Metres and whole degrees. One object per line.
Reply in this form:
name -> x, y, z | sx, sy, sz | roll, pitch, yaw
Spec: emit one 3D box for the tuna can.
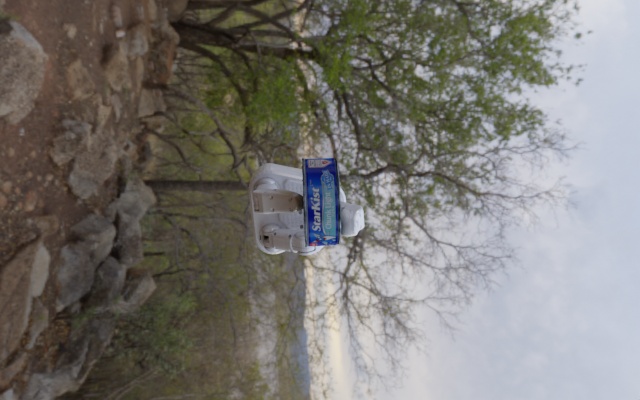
tuna can -> 0.001, 0.002, 0.461 | 0.034, 0.086, 0.086 | -2, 0, -2
